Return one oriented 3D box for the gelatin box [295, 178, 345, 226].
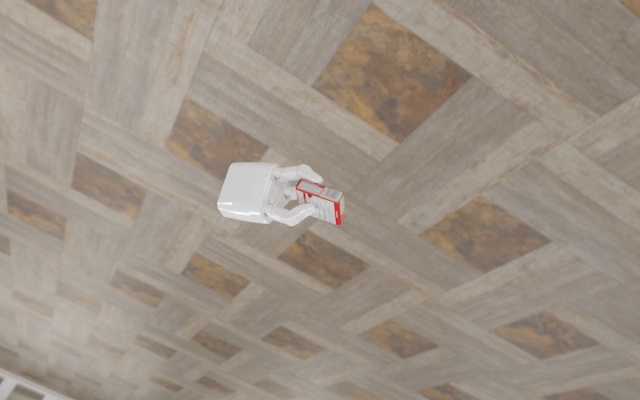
[{"bbox_3d":[0.000,0.003,0.885,0.089,0.030,0.073,19,-34,19],"label":"gelatin box"}]
